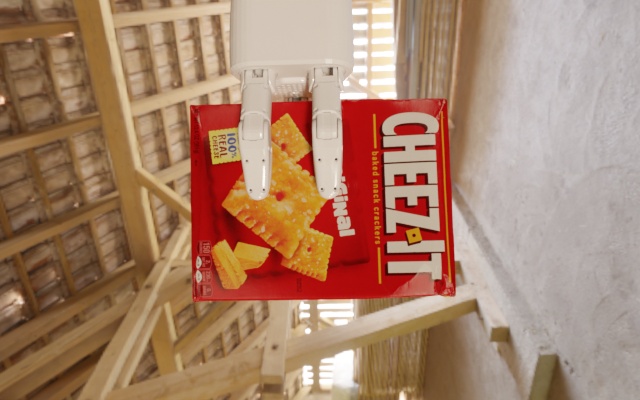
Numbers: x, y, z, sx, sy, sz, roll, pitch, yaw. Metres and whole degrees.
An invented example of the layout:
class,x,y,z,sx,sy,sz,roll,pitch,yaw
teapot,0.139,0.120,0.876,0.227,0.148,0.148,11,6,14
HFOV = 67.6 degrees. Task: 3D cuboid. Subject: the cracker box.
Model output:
class,x,y,z,sx,sy,sz,roll,pitch,yaw
cracker box,0.000,0.001,0.409,0.214,0.164,0.072,-1,-5,2
